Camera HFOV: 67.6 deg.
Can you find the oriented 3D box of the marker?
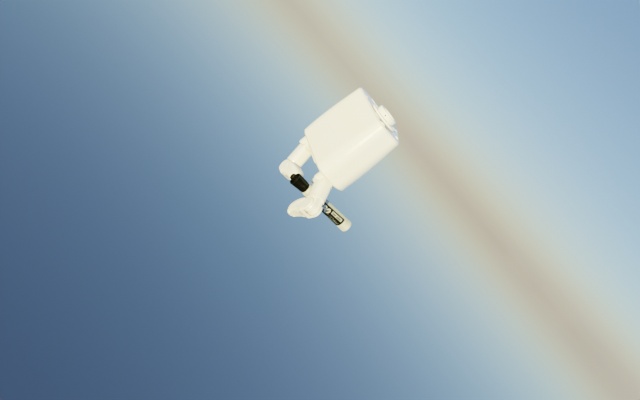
[{"bbox_3d":[0.000,0.002,0.681,0.121,0.020,0.020,43,-24,-28],"label":"marker"}]
